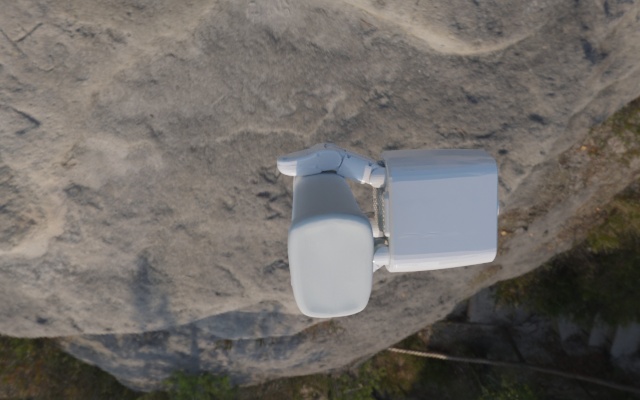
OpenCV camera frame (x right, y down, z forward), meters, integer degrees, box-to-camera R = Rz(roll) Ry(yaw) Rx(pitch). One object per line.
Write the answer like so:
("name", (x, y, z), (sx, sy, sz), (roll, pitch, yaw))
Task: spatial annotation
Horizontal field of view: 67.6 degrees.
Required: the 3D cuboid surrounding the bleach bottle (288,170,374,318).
("bleach bottle", (0.000, 0.002, 0.487), (0.068, 0.103, 0.250), (-4, 27, -3))
